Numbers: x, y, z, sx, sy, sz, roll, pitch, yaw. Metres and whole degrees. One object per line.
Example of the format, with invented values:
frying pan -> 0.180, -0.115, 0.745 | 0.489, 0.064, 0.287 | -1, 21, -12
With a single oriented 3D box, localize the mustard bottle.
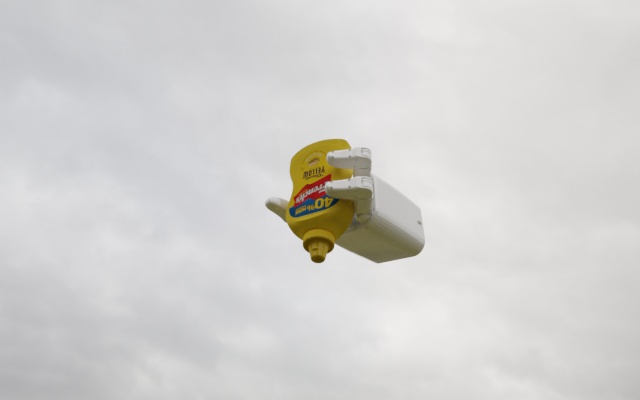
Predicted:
mustard bottle -> 0.000, 0.002, 0.652 | 0.096, 0.191, 0.058 | -16, -44, 19
